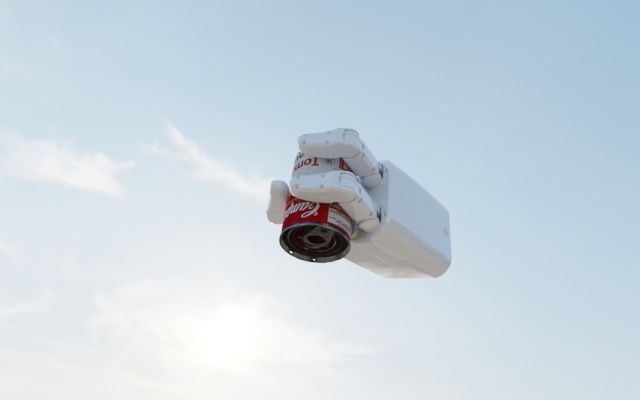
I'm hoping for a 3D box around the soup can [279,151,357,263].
[{"bbox_3d":[0.000,0.001,0.477,0.068,0.102,0.069,5,-36,4],"label":"soup can"}]
